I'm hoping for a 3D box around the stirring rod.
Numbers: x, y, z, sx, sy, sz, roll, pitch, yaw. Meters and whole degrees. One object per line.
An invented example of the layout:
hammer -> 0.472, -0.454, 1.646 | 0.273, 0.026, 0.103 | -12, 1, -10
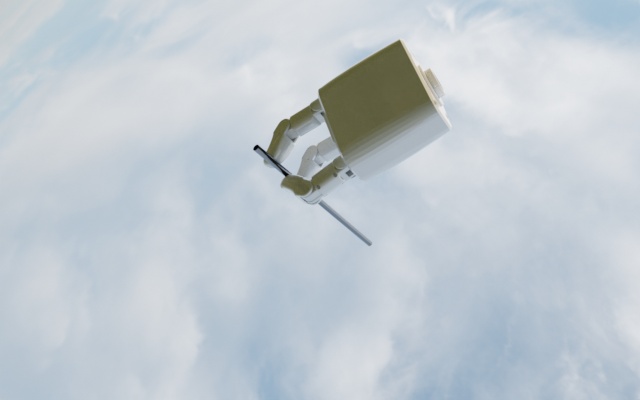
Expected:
stirring rod -> 0.000, 0.002, 0.589 | 0.011, 0.011, 0.240 | 0, -29, 41
